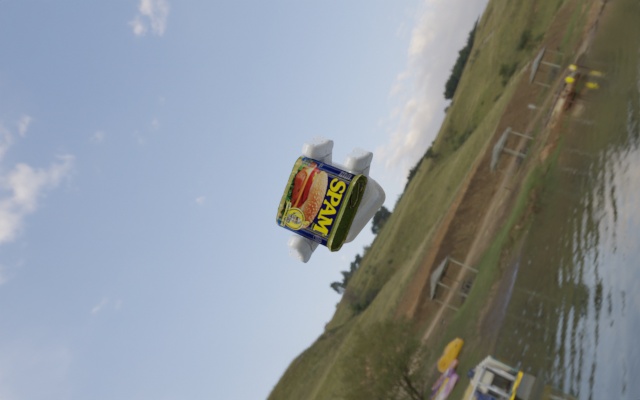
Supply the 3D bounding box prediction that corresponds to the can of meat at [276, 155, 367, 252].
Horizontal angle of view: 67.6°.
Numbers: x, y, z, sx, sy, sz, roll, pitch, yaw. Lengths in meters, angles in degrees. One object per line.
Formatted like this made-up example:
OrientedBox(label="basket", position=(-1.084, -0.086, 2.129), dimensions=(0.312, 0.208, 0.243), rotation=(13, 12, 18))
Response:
OrientedBox(label="can of meat", position=(0.000, 0.002, 0.603), dimensions=(0.084, 0.102, 0.057), rotation=(23, 4, 19))
